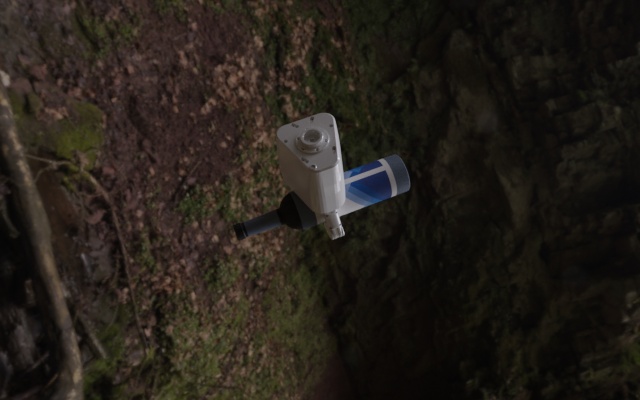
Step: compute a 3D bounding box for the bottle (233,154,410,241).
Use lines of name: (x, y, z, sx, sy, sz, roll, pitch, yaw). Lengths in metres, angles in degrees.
bottle: (0.000, 0.003, 0.791, 0.295, 0.069, 0.069, -20, 3, -8)
